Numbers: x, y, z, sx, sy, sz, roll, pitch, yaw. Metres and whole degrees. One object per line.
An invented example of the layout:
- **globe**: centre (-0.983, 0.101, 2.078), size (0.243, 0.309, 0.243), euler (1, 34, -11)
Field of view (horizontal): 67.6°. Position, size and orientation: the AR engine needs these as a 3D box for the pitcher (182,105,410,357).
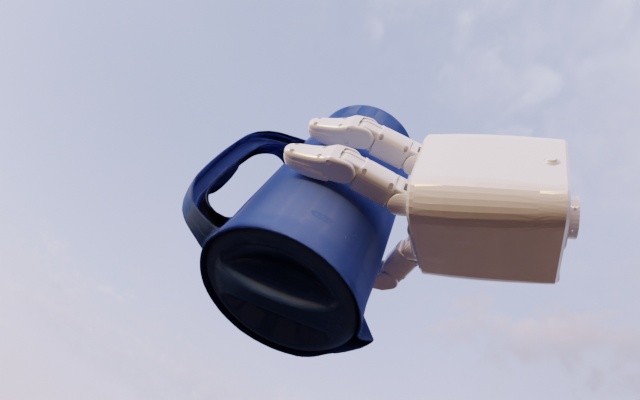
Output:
- **pitcher**: centre (0.000, 0.001, 0.438), size (0.145, 0.149, 0.242), euler (2, 35, 24)
